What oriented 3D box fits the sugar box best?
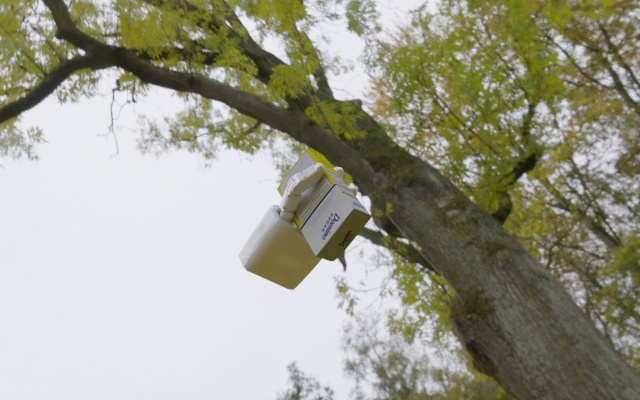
[{"bbox_3d":[0.000,0.003,0.732,0.048,0.093,0.176,23,22,-41],"label":"sugar box"}]
